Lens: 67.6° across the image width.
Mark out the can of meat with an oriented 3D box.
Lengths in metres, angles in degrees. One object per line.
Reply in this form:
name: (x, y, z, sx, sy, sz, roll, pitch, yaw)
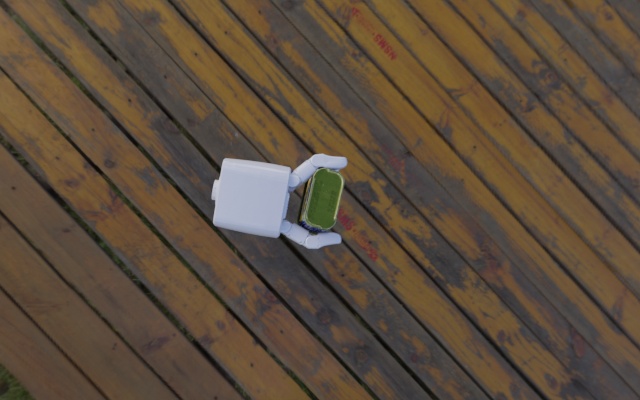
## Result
can of meat: (0.000, 0.003, 0.782, 0.057, 0.102, 0.084, 14, -10, -7)
